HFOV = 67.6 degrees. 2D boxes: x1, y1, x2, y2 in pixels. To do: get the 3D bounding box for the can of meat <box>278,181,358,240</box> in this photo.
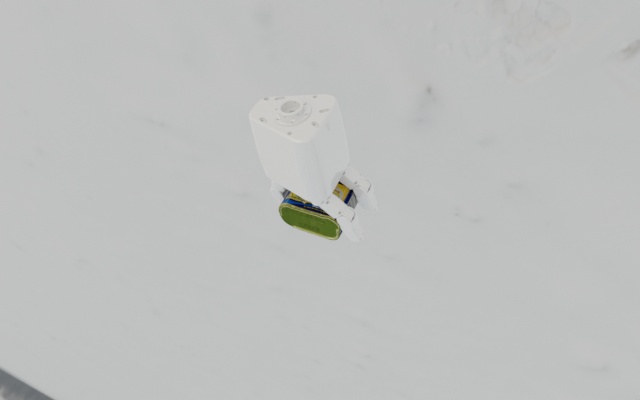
[{"bbox_3d":[0.000,0.003,0.701,0.102,0.084,0.057,16,-36,20],"label":"can of meat"}]
